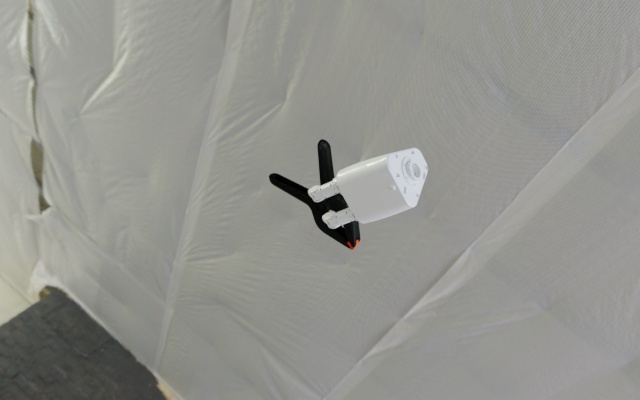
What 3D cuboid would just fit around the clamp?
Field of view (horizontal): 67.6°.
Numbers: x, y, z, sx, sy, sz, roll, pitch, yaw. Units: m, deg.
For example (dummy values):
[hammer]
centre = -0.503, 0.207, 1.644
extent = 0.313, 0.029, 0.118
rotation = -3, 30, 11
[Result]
[clamp]
centre = 0.001, 0.003, 0.893
extent = 0.164, 0.210, 0.036
rotation = -19, 16, 43
